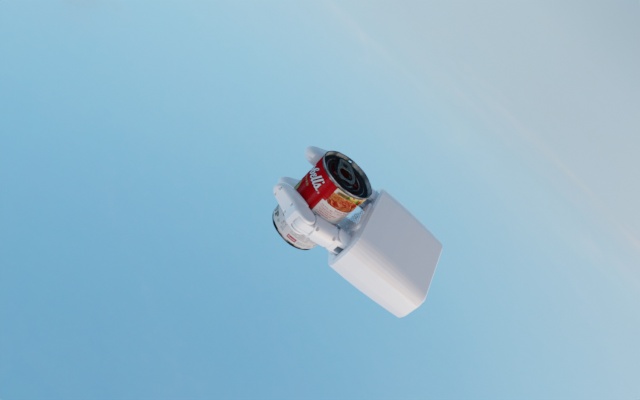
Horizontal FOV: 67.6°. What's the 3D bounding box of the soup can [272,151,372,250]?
[{"bbox_3d":[-0.001,0.002,0.543,0.068,0.068,0.102,0,-37,-50],"label":"soup can"}]
